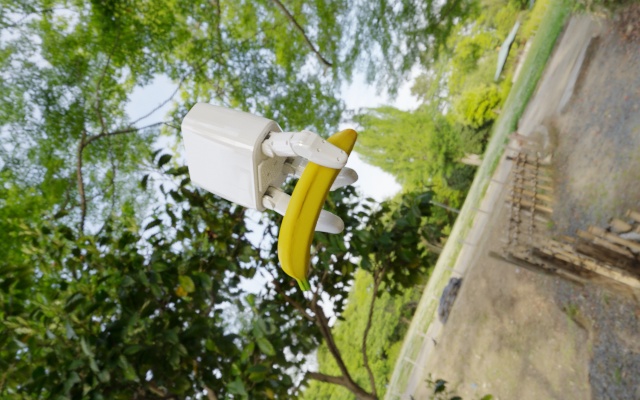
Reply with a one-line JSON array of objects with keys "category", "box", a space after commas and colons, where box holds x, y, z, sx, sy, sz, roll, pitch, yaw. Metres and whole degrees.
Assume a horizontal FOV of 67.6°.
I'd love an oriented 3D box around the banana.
[{"category": "banana", "box": [-0.007, 0.001, 0.533, 0.037, 0.198, 0.070, 17, -6, 23]}]
